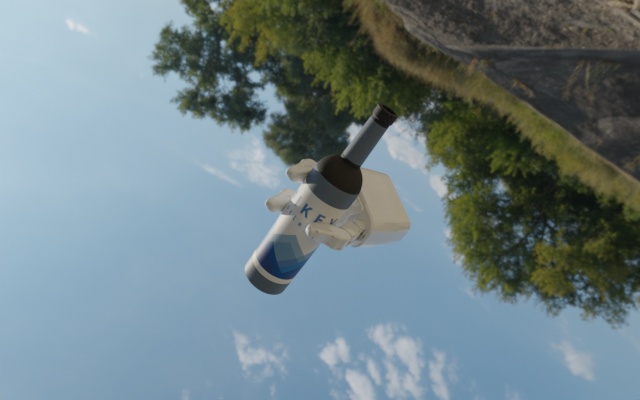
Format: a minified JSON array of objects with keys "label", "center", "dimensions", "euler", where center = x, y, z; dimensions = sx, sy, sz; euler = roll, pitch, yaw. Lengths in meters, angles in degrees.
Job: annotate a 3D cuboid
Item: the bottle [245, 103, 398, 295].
[{"label":"bottle","center":[0.000,0.002,0.614],"dimensions":[0.069,0.296,0.069],"euler":[28,27,-16]}]
